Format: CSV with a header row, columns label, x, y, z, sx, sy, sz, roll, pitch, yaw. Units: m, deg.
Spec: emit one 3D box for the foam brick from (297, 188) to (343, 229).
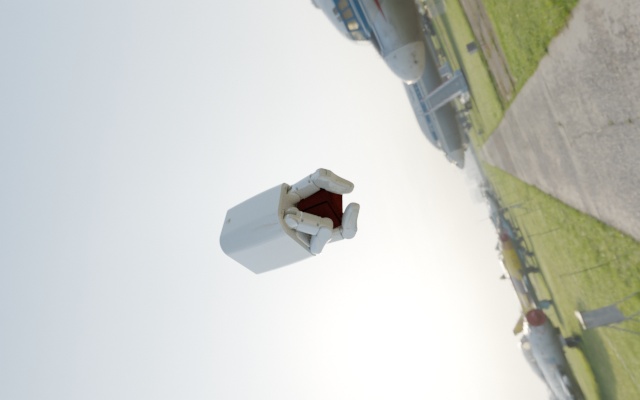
label,x,y,z,sx,sy,sz,roll,pitch,yaw
foam brick,0.000,0.002,0.707,0.051,0.053,0.078,-22,34,19
